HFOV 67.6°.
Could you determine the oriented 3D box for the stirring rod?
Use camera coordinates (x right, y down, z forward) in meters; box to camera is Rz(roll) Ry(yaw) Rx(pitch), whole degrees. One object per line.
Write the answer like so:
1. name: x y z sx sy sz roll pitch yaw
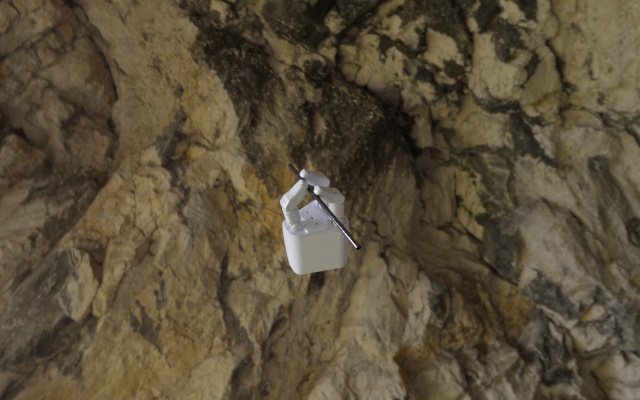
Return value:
1. stirring rod: 0.000 0.003 0.775 0.011 0.011 0.239 0 33 -33
